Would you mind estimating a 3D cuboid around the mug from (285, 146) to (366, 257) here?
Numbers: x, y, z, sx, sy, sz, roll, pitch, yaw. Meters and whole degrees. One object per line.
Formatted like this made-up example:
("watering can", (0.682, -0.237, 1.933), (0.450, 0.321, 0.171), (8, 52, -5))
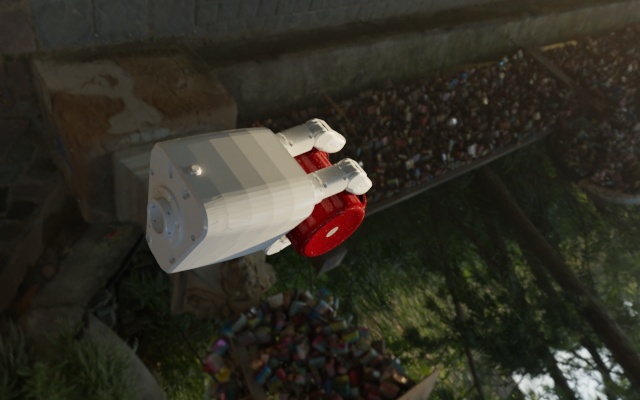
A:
("mug", (0.001, 0.002, 0.502), (0.117, 0.081, 0.093), (-15, -32, -41))
